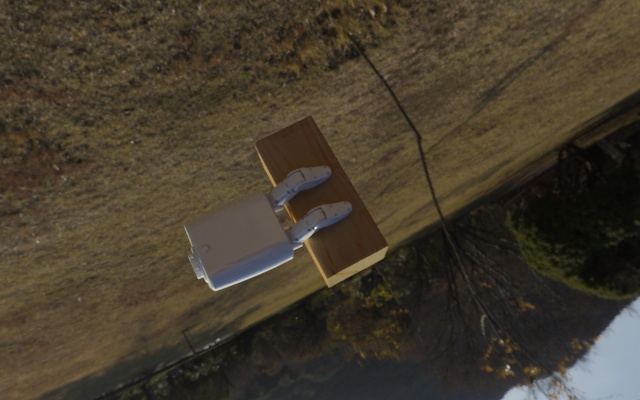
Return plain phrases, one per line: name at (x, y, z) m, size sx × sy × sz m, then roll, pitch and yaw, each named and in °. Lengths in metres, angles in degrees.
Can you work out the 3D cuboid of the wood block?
wood block at (0.000, 0.003, 0.654) m, size 0.090 × 0.206 × 0.091 m, roll -27°, pitch -17°, yaw -6°
